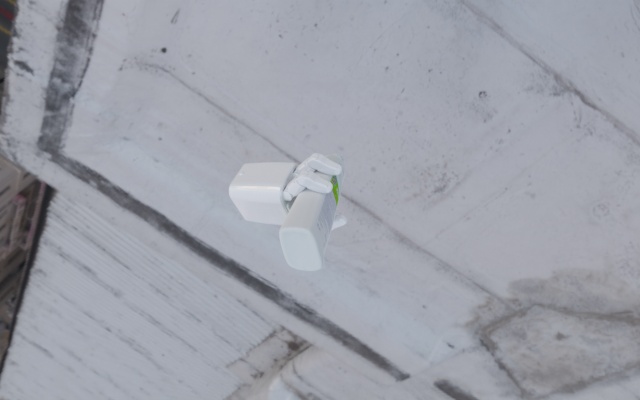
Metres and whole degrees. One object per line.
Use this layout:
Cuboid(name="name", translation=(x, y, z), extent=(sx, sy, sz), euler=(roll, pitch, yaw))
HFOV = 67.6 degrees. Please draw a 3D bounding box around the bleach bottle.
Cuboid(name="bleach bottle", translation=(0.000, 0.003, 0.867), extent=(0.068, 0.103, 0.250), euler=(2, 39, 19))
